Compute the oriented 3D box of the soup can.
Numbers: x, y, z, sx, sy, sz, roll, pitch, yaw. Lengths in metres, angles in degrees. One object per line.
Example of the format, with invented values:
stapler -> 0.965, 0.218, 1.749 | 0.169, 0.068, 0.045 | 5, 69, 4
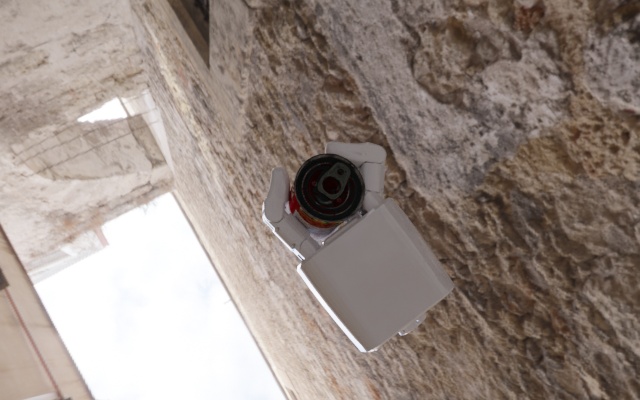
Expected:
soup can -> 0.000, 0.001, 0.492 | 0.068, 0.068, 0.102 | 0, -16, -11
